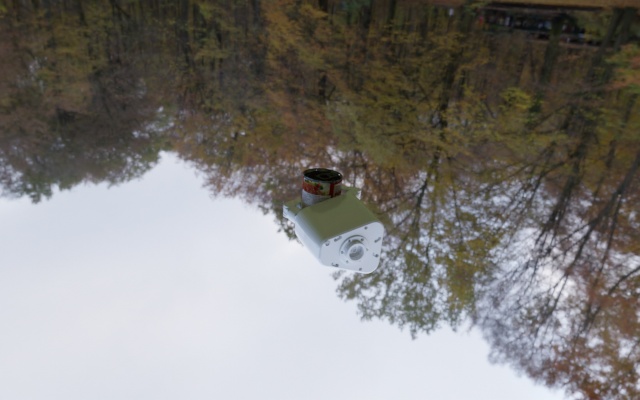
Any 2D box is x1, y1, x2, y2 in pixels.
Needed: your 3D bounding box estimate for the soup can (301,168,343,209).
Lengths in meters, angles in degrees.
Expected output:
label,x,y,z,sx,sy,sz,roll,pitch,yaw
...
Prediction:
label,x,y,z,sx,sy,sz,roll,pitch,yaw
soup can,0.000,0.003,0.826,0.068,0.102,0.068,4,22,-2
